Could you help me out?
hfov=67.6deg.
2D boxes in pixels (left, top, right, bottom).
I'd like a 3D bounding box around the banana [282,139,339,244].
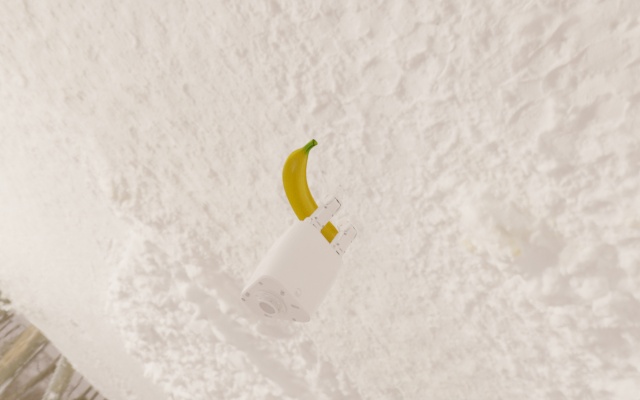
[{"bbox_3d":[-0.017,-0.001,0.740,0.069,0.198,0.037,2,37,27],"label":"banana"}]
